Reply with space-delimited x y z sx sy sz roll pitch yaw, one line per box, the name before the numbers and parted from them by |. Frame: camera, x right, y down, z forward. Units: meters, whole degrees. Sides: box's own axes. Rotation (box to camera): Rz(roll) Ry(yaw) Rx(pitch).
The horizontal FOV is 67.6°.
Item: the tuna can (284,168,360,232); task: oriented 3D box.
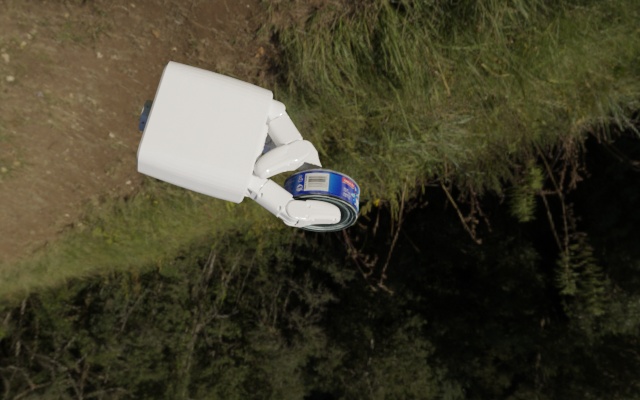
tuna can | 0.000 0.002 0.527 0.086 0.033 0.086 4 -30 2
